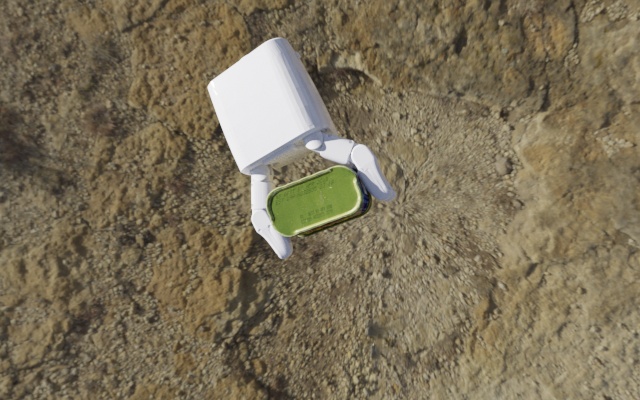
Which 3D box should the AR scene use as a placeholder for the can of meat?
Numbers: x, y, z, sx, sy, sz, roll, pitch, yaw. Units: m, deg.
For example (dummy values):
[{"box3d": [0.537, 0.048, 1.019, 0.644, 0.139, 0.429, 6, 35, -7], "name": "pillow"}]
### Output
[{"box3d": [0.000, 0.002, 0.506, 0.102, 0.057, 0.084, -21, -5, 9], "name": "can of meat"}]
